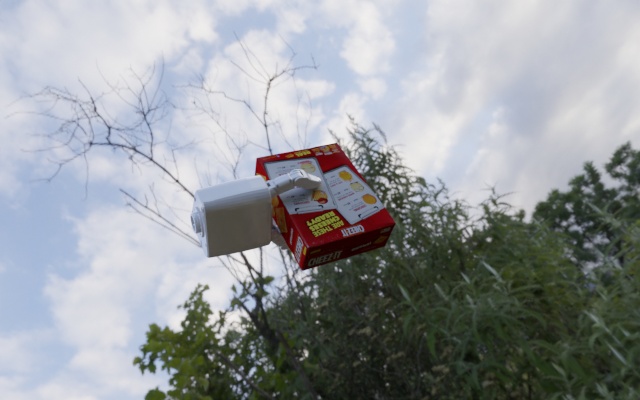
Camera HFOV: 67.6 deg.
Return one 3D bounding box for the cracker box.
[{"bbox_3d":[0.000,0.002,0.821,0.164,0.213,0.072,-14,-39,-25],"label":"cracker box"}]
